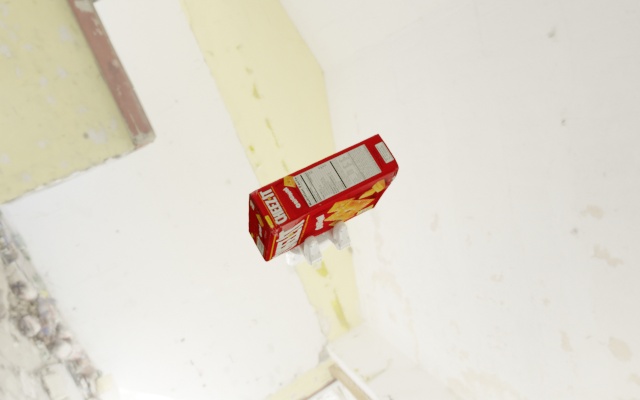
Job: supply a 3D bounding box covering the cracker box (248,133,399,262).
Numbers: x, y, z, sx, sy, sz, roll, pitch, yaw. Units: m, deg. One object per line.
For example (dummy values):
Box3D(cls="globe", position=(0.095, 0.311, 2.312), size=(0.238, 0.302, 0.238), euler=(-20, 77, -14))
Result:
Box3D(cls="cracker box", position=(0.000, 0.002, 0.727), size=(0.213, 0.072, 0.164), euler=(-27, -16, -18))
